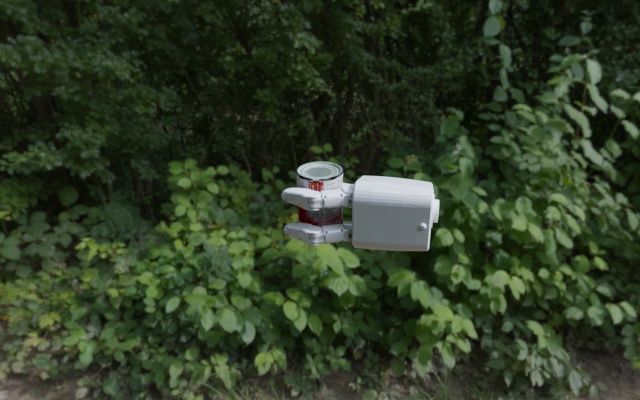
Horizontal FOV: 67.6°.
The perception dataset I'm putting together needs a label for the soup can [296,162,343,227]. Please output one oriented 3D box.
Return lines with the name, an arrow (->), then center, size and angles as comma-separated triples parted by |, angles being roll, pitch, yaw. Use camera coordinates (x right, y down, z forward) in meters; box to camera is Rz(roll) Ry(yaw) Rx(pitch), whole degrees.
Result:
soup can -> 0.000, 0.002, 0.698 | 0.068, 0.102, 0.068 | -1, 26, 1
